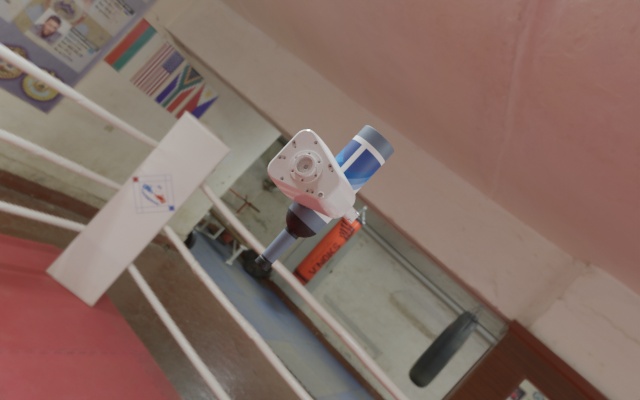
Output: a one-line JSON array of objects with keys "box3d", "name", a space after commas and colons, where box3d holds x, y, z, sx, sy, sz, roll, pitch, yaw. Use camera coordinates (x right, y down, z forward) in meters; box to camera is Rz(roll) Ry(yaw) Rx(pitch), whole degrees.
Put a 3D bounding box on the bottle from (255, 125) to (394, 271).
[{"box3d": [0.000, 0.002, 0.805, 0.069, 0.295, 0.069, 43, -1, 1], "name": "bottle"}]
